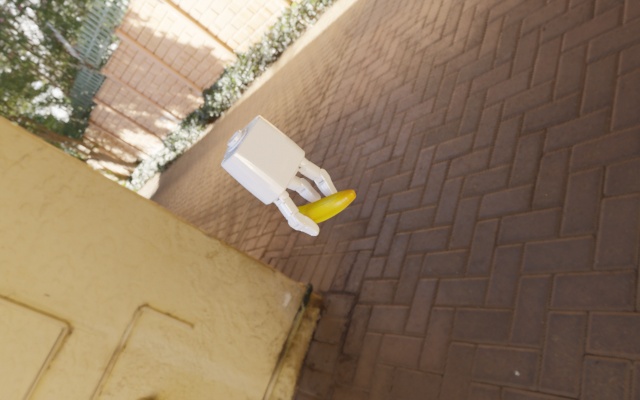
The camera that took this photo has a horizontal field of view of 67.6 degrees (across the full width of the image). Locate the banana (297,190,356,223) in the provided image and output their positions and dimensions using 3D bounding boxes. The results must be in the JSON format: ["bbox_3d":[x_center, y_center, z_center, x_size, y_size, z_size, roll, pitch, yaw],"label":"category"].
[{"bbox_3d":[-0.012,0.016,0.869,0.069,0.037,0.198,-51,18,-26],"label":"banana"}]
